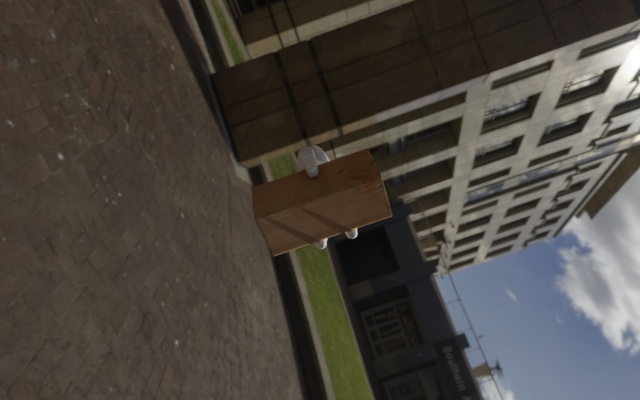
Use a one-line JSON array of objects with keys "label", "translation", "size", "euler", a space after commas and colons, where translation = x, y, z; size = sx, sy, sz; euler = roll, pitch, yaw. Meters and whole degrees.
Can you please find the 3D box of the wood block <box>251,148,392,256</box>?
[{"label": "wood block", "translation": [0.000, 0.002, 0.786], "size": [0.206, 0.091, 0.090], "euler": [-19, 37, 3]}]
